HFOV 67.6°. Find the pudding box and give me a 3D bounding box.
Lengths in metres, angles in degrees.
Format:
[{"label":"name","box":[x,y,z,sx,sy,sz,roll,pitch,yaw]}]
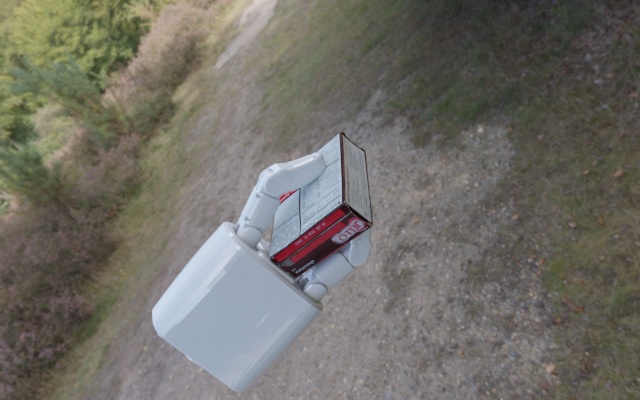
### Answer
[{"label":"pudding box","box":[0.000,0.001,0.429,0.090,0.113,0.039,-36,-59,26]}]
